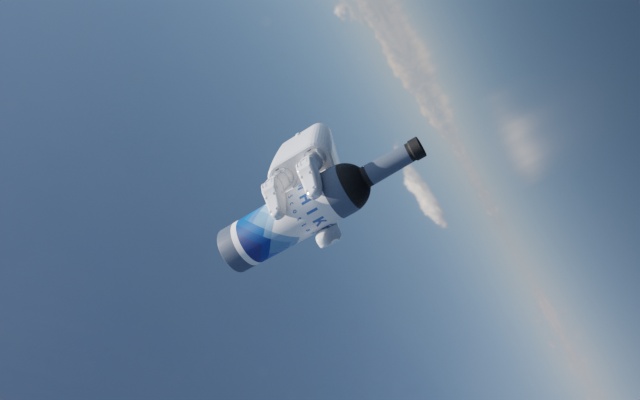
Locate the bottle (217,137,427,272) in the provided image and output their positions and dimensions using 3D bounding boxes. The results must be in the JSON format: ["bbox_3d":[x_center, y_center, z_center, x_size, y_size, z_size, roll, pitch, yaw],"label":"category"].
[{"bbox_3d":[0.000,0.002,0.624,0.296,0.069,0.069,-29,-9,17],"label":"bottle"}]
